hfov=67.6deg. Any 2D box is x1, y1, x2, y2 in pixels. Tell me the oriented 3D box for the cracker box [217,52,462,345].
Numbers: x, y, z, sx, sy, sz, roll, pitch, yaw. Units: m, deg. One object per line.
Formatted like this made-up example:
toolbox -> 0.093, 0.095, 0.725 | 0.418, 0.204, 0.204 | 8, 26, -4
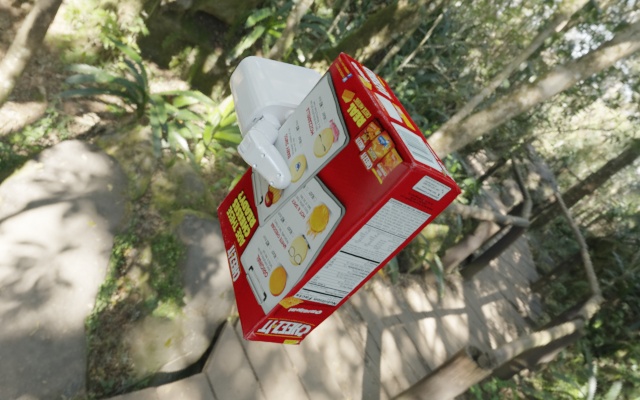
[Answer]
cracker box -> 0.000, 0.001, 0.432 | 0.072, 0.164, 0.214 | 21, -58, -37
